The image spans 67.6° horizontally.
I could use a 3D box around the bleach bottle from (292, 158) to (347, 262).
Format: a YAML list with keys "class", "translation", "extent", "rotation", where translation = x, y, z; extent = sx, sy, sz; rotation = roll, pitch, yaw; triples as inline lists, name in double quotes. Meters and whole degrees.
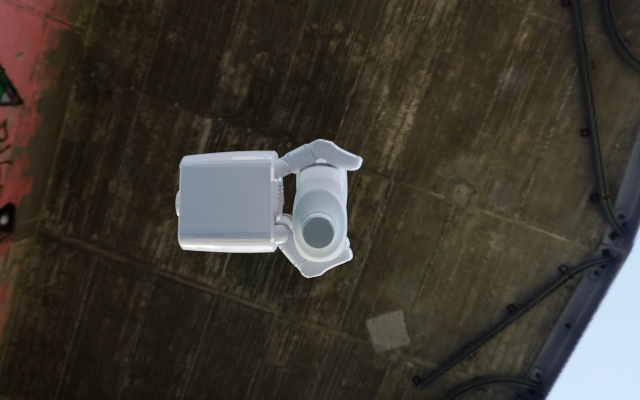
- class: "bleach bottle"
  translation: [0.000, 0.002, 0.535]
  extent: [0.068, 0.102, 0.251]
  rotation: [-1, 8, 1]
